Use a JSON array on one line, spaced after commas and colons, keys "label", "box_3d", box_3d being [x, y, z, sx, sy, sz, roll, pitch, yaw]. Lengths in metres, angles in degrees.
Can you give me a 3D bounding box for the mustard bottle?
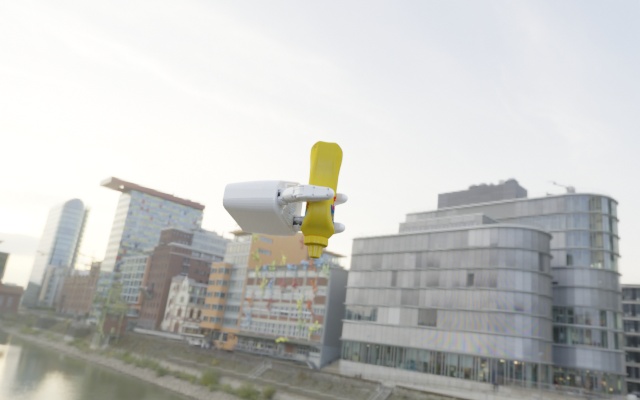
[{"label": "mustard bottle", "box_3d": [0.000, 0.002, 0.809, 0.058, 0.191, 0.096, 7, -16, -1]}]
